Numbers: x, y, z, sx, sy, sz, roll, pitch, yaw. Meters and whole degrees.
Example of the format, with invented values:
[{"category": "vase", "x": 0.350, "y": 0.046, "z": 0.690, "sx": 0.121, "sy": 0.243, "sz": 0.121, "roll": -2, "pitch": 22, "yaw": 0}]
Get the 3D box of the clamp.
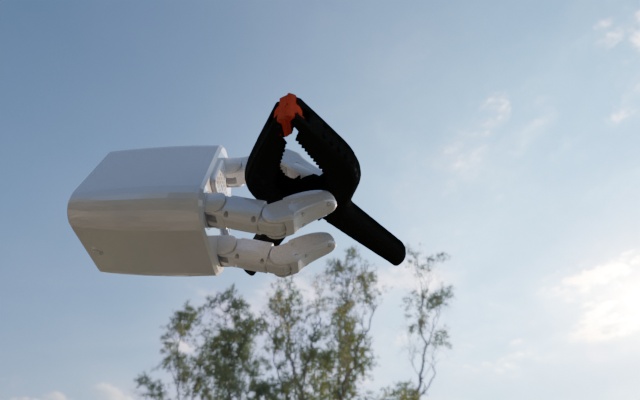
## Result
[{"category": "clamp", "x": 0.000, "y": 0.000, "z": 0.416, "sx": 0.164, "sy": 0.036, "sz": 0.210, "roll": -1, "pitch": -42, "yaw": 1}]
